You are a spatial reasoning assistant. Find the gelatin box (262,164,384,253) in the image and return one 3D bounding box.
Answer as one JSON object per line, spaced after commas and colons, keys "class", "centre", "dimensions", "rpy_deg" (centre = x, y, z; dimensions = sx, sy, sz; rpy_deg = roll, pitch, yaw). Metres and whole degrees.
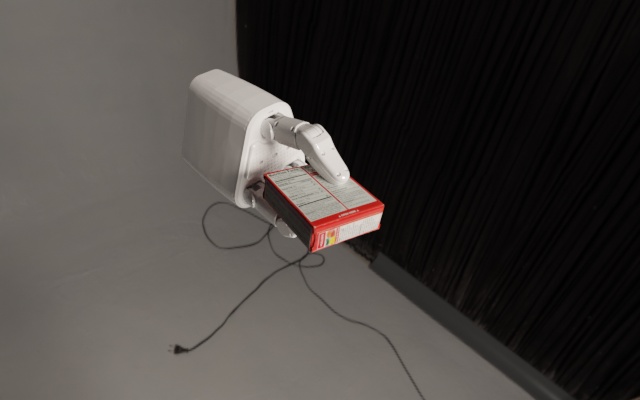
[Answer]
{"class": "gelatin box", "centre": [0.000, 0.001, 0.426], "dimensions": [0.073, 0.030, 0.089], "rpy_deg": [-16, 40, -30]}
